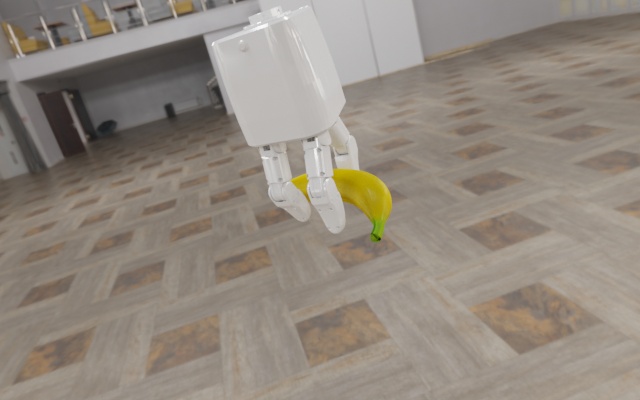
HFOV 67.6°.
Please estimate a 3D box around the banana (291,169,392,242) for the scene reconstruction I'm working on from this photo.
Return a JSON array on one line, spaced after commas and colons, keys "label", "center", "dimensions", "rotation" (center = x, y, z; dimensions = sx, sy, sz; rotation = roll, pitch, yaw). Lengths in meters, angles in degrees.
[{"label": "banana", "center": [0.016, -0.008, 0.531], "dimensions": [0.069, 0.037, 0.197], "rotation": [-38, 29, -23]}]
